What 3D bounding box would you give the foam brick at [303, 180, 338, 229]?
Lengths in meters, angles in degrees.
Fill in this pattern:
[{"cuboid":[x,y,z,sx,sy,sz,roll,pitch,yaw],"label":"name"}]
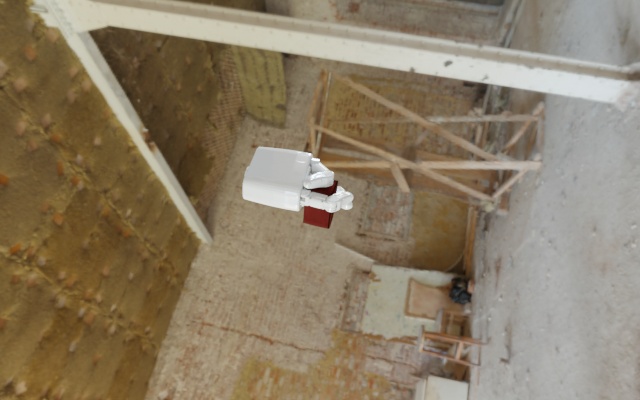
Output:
[{"cuboid":[0.000,0.003,0.885,0.051,0.078,0.053,10,32,6],"label":"foam brick"}]
